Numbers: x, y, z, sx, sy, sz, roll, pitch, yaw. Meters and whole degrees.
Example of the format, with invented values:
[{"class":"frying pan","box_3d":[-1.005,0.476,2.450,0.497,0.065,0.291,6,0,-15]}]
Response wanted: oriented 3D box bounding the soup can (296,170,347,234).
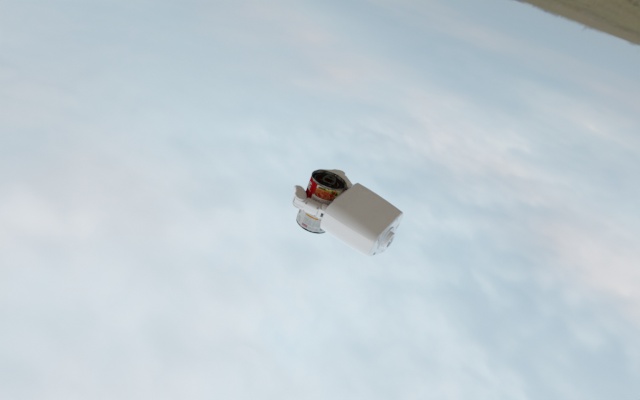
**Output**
[{"class":"soup can","box_3d":[0.000,0.003,0.894,0.068,0.102,0.068,16,28,-9]}]
